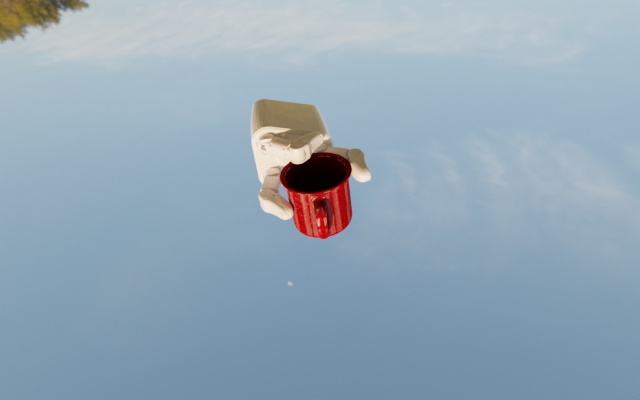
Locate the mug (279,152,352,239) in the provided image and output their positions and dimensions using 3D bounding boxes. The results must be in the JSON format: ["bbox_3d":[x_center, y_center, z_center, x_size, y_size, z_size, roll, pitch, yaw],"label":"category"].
[{"bbox_3d":[0.000,0.003,0.621,0.093,0.082,0.117,-10,38,-1],"label":"mug"}]
